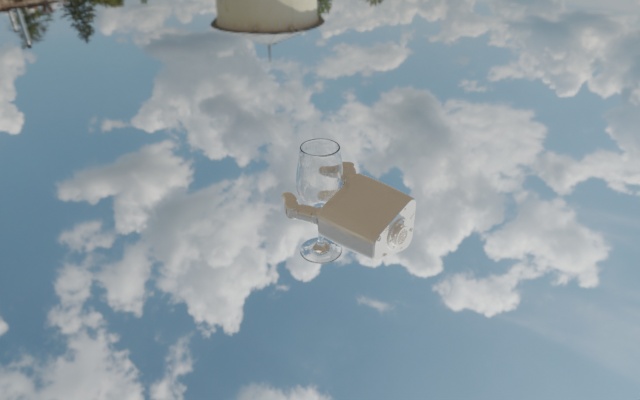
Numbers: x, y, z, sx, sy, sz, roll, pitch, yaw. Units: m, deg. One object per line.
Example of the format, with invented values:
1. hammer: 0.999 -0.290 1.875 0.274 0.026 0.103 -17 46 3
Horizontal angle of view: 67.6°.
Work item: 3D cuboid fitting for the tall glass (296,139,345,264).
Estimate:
1. tall glass: 0.000 0.003 0.781 0.079 0.201 0.079 -1 32 0
